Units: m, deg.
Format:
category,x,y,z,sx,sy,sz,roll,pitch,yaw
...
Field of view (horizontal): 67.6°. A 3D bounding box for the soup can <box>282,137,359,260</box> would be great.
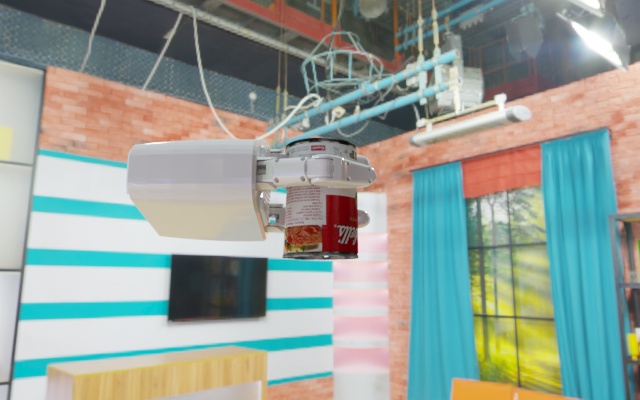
category,x,y,z,sx,sy,sz,roll,pitch,yaw
soup can,0.001,0.001,0.432,0.068,0.102,0.068,0,-10,0
